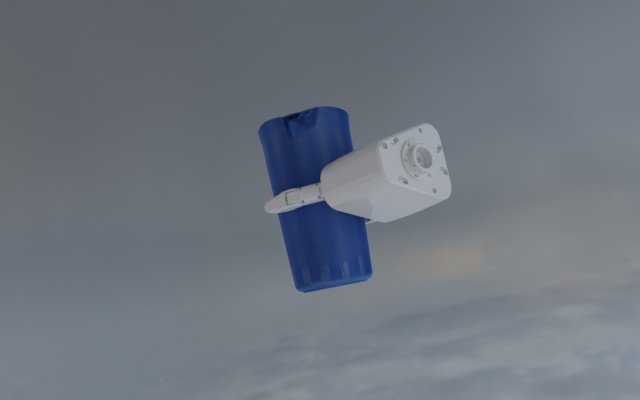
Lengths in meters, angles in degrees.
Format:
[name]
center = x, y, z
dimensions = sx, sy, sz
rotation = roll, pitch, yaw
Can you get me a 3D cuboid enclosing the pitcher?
[pitcher]
center = 0.000, 0.002, 0.682
dimensions = 0.149, 0.242, 0.145
rotation = -3, -13, -36
